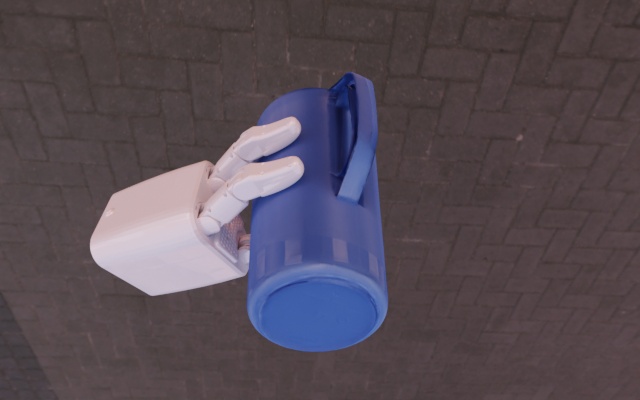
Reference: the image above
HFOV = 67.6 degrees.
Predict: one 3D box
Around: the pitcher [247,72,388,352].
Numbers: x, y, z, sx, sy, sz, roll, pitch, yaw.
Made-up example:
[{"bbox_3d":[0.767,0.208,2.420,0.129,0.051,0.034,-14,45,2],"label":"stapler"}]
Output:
[{"bbox_3d":[0.000,0.002,0.440,0.145,0.149,0.242,-14,40,11],"label":"pitcher"}]
